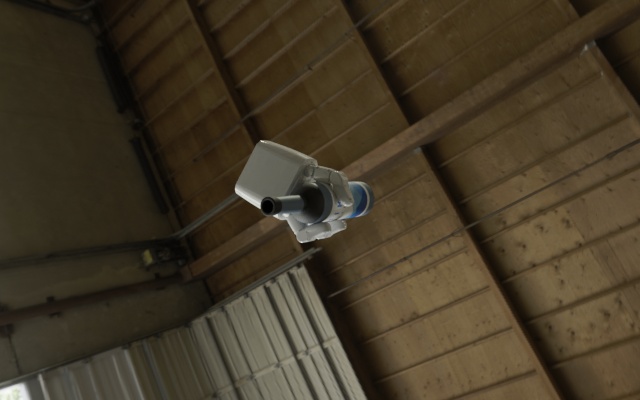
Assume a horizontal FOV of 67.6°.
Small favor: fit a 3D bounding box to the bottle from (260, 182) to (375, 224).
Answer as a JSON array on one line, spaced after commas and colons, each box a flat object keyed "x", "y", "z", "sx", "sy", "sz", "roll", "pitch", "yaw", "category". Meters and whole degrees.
[{"x": 0.000, "y": 0.003, "z": 0.790, "sx": 0.069, "sy": 0.069, "sz": 0.295, "roll": 0, "pitch": 2, "yaw": 30, "category": "bottle"}]
